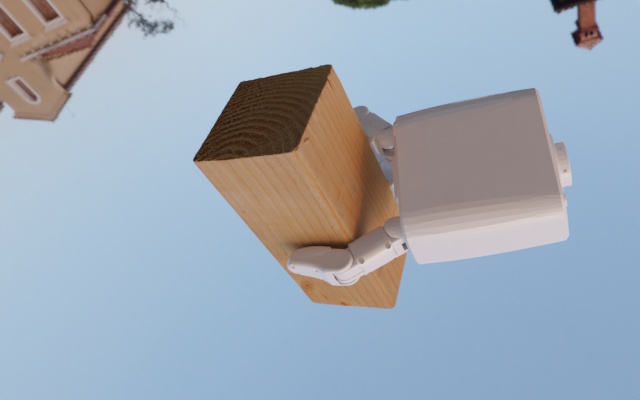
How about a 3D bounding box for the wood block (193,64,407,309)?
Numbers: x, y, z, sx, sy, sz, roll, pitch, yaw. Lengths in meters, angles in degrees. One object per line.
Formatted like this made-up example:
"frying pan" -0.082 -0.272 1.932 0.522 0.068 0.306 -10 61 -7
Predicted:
"wood block" 0.000 0.002 0.407 0.090 0.090 0.206 -2 -40 30
